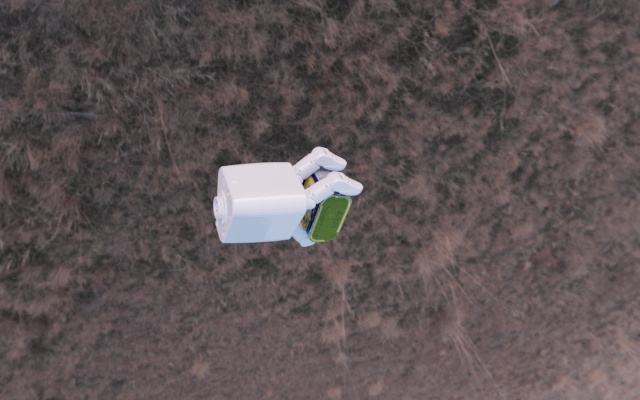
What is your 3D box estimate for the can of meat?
[{"bbox_3d":[0.000,0.003,0.744,0.057,0.102,0.084,-2,42,-26],"label":"can of meat"}]
